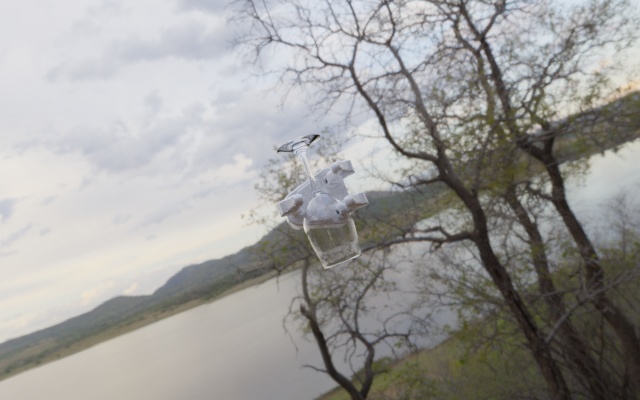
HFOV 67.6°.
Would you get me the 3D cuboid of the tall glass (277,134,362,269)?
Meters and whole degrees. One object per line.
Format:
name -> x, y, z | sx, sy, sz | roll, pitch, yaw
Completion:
tall glass -> 0.000, 0.002, 0.746 | 0.079, 0.201, 0.079 | -20, -8, -3
